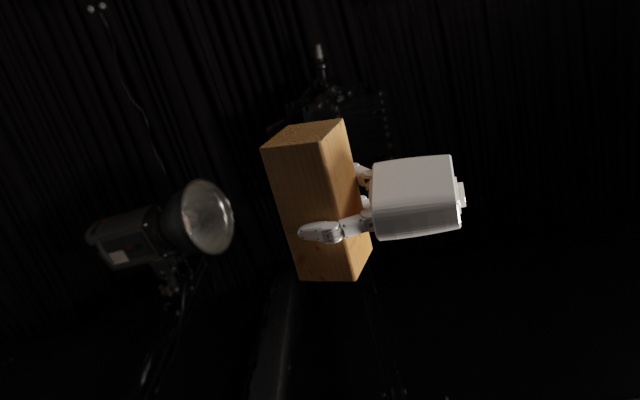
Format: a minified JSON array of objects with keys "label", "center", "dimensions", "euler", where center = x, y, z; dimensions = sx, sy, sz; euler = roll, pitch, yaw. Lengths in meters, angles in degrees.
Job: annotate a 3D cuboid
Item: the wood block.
[{"label":"wood block","center":[0.000,0.002,0.664],"dimensions":[0.090,0.206,0.090],"euler":[-3,26,25]}]
